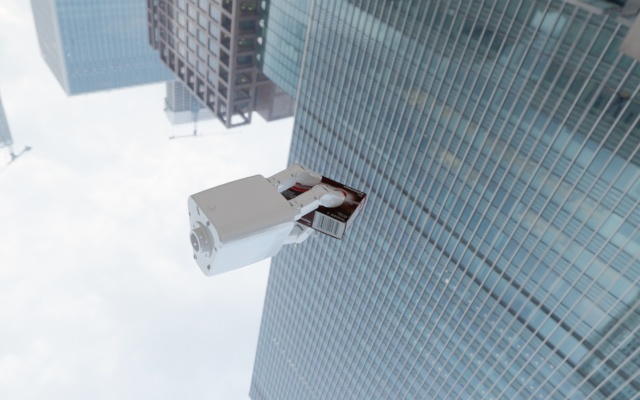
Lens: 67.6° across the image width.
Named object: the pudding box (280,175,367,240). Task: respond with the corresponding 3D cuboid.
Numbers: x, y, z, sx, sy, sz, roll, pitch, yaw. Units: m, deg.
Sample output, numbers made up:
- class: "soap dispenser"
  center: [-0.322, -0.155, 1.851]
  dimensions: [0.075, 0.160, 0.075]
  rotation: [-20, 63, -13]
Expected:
- class: "pudding box"
  center: [0.000, 0.002, 0.707]
  dimensions: [0.113, 0.039, 0.090]
  rotation: [25, 38, 12]
